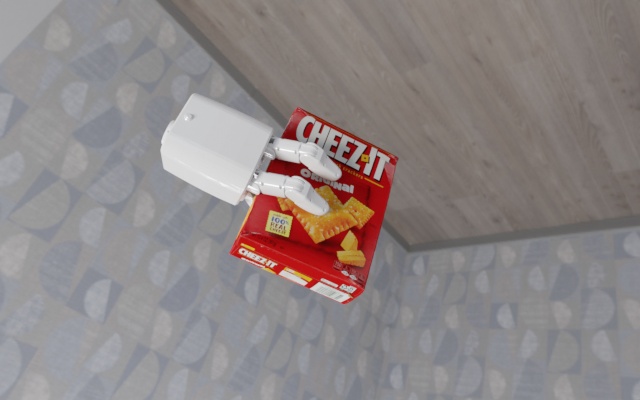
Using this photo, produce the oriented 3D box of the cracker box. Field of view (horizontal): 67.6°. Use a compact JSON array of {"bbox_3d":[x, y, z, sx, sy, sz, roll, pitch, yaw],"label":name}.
[{"bbox_3d":[0.000,0.002,0.623,0.164,0.213,0.072,26,-33,-10],"label":"cracker box"}]
